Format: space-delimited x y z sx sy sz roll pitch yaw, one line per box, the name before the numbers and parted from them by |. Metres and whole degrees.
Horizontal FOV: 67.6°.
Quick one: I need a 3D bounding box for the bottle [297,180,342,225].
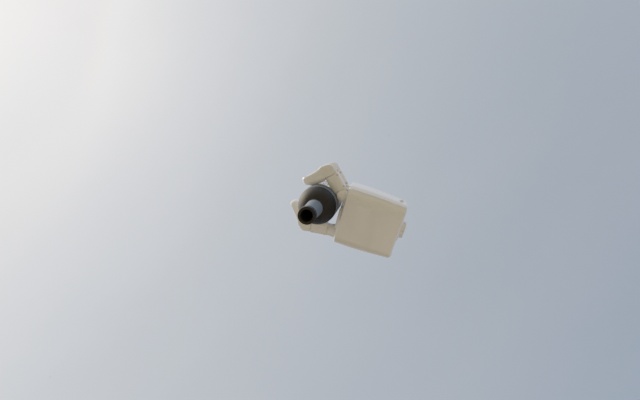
bottle | 0.000 0.003 0.842 0.069 0.069 0.295 0 8 8
